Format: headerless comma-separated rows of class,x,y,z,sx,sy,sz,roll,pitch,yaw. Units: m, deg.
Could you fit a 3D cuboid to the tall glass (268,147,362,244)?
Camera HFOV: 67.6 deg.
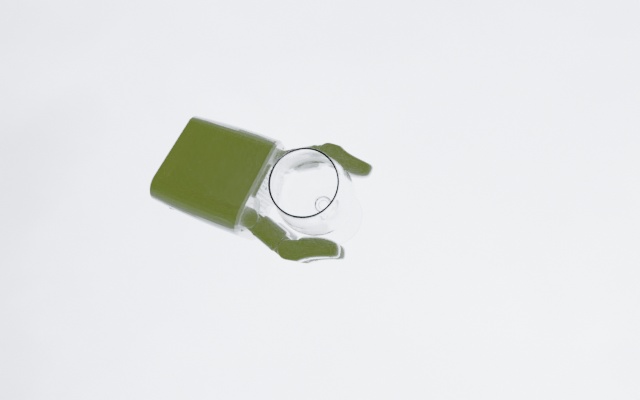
tall glass,0.000,0.002,0.500,0.079,0.079,0.201,0,-10,8
